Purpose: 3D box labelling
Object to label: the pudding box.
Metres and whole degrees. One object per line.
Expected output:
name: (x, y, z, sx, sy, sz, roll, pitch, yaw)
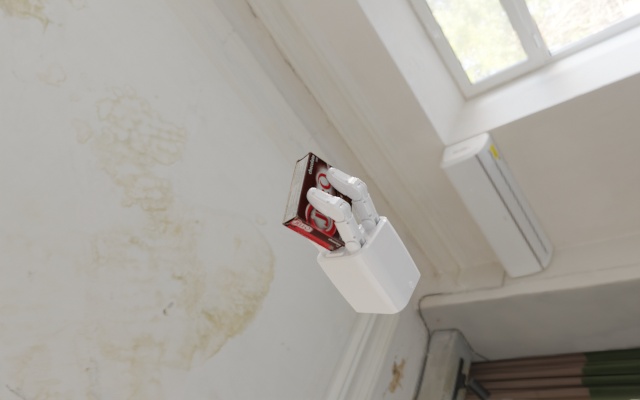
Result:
pudding box: (0.000, 0.002, 0.667, 0.090, 0.113, 0.039, 32, -41, -30)
